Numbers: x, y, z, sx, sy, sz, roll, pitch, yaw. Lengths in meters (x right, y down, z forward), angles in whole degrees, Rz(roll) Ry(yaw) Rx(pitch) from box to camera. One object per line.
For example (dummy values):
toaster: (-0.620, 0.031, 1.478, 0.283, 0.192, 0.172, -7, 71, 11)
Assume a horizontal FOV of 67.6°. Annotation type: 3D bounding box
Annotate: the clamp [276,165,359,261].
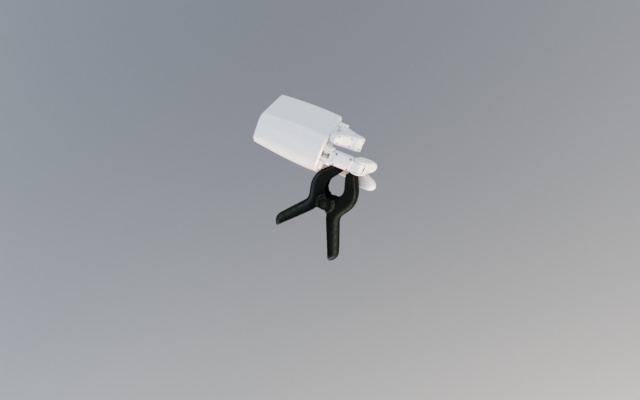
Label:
clamp: (0.000, 0.003, 0.768, 0.120, 0.171, 0.039, 24, 19, 5)
